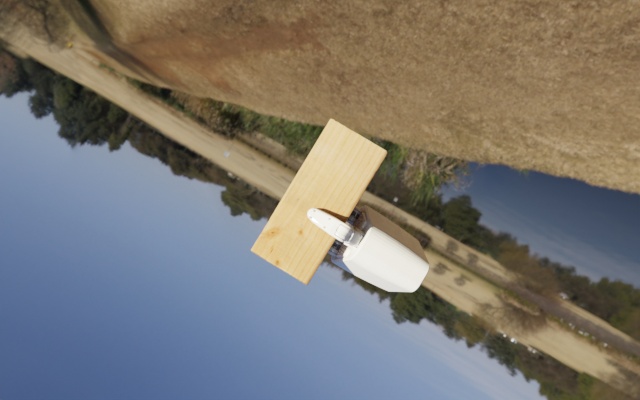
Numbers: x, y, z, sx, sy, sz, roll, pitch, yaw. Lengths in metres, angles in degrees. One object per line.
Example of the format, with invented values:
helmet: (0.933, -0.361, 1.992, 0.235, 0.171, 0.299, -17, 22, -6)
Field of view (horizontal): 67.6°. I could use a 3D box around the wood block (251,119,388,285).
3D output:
wood block: (0.000, 0.003, 0.670, 0.090, 0.206, 0.091, 31, 0, 3)
